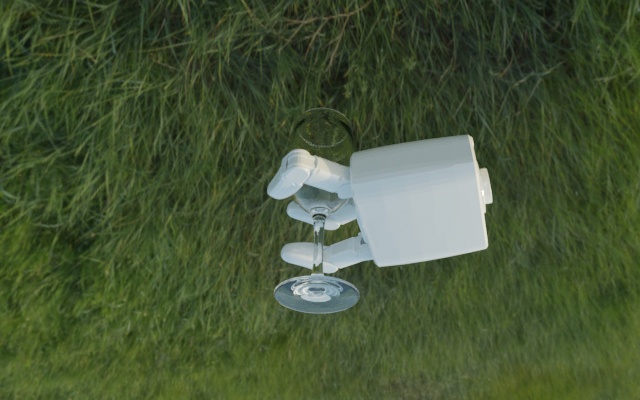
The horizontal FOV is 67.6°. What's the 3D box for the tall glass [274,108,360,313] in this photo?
[{"bbox_3d":[0.000,0.002,0.468,0.079,0.201,0.079,1,-35,1],"label":"tall glass"}]
